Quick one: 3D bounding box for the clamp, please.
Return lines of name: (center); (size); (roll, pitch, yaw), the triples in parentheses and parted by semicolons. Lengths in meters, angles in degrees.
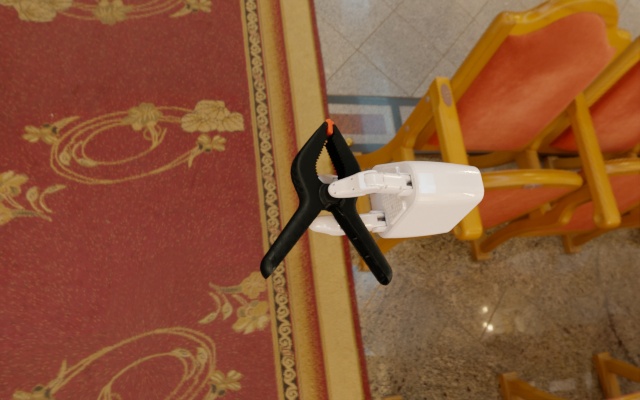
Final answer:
clamp: (0.001, 0.001, 0.572); (0.164, 0.210, 0.036); (0, -17, -27)
